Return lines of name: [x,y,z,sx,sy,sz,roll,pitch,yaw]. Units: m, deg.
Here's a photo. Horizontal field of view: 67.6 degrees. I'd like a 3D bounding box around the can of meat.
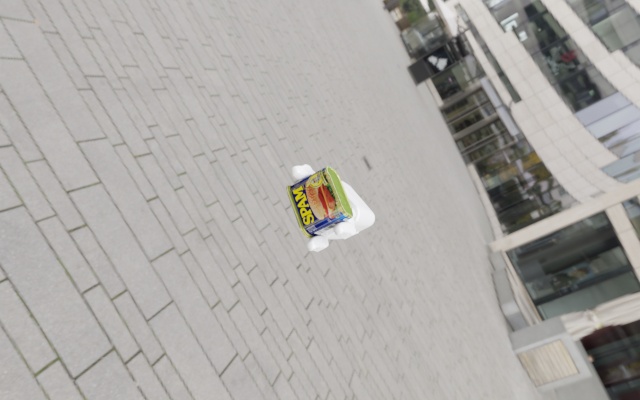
can of meat: [0.000,0.002,0.822,0.084,0.102,0.057,-28,-21,18]
